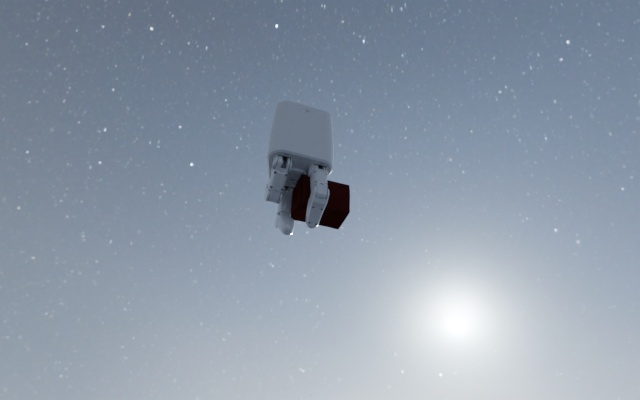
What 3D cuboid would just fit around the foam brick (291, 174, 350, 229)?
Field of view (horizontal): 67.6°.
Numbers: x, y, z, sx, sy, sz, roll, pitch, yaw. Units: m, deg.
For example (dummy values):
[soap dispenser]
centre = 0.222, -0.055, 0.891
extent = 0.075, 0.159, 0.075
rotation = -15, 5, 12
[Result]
[foam brick]
centre = 0.000, 0.003, 0.715
extent = 0.078, 0.051, 0.053
rotation = 13, -36, -15
